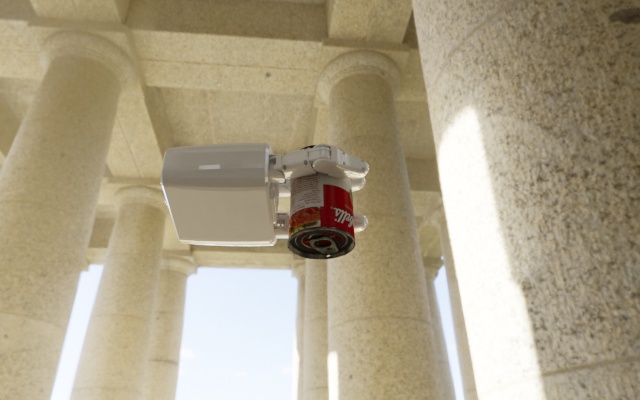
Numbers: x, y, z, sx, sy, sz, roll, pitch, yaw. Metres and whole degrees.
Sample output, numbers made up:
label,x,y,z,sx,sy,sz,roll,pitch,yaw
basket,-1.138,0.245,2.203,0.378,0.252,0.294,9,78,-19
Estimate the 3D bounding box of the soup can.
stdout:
label,x,y,z,sx,sy,sz,roll,pitch,yaw
soup can,0.001,0.001,0.499,0.068,0.102,0.068,-1,-31,0
